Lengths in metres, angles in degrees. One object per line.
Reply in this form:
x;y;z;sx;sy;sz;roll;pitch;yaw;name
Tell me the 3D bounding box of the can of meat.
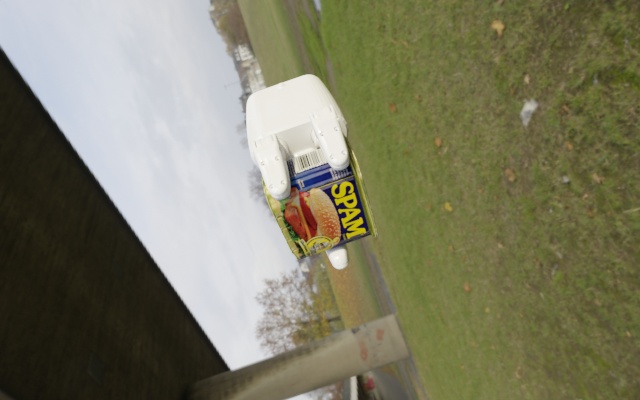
0.000;0.002;0.448;0.084;0.102;0.057;-19;41;1;can of meat
